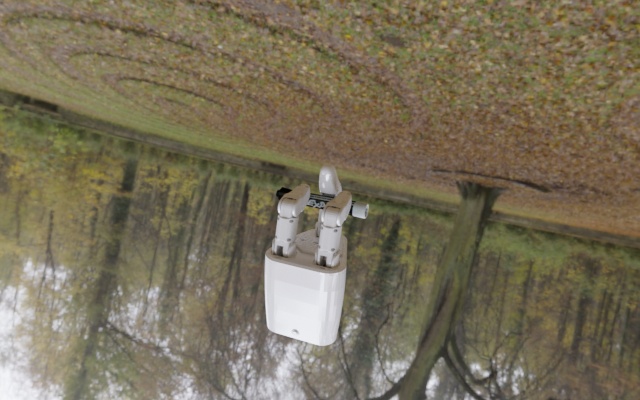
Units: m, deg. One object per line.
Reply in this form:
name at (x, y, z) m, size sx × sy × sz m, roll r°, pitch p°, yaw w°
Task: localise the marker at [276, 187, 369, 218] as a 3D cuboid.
marker at (0.000, 0.002, 0.597) m, size 0.121 × 0.020 × 0.020 m, roll 11°, pitch 4°, yaw 19°
